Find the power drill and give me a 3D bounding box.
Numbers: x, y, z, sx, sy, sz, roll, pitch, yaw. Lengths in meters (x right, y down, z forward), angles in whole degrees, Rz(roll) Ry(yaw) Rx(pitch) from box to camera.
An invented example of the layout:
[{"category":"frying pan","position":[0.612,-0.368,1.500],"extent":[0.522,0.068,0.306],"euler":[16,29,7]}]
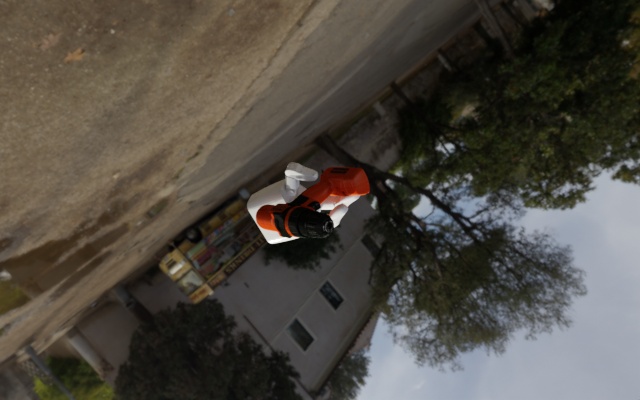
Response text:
[{"category":"power drill","position":[0.000,0.003,0.844],"extent":[0.187,0.057,0.184],"euler":[-33,26,-35]}]
